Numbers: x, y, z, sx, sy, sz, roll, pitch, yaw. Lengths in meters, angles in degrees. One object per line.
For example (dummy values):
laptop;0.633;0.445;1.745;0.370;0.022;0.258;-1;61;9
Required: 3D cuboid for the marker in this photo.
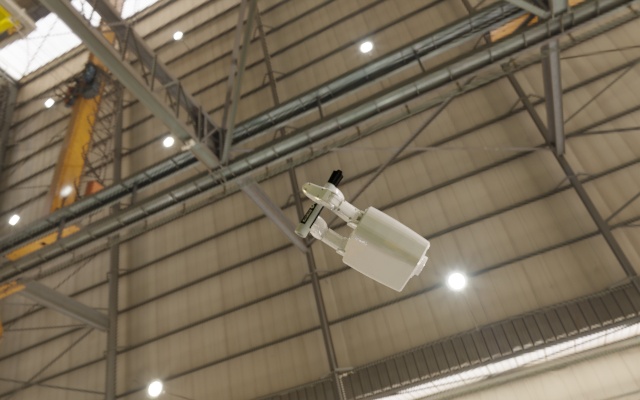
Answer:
marker;0.000;0.002;0.732;0.020;0.121;0.020;30;-18;10
